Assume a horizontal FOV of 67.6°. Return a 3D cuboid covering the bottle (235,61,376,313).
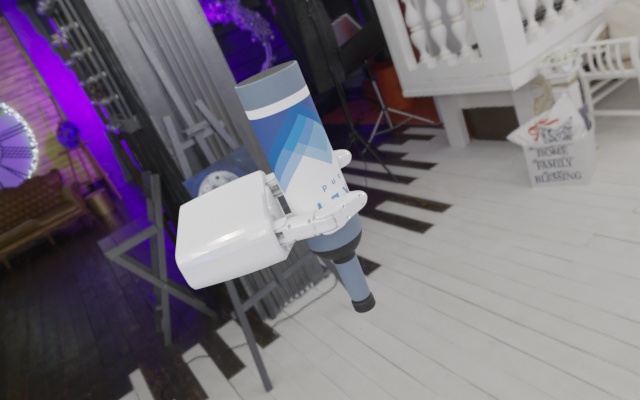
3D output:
[{"bbox_3d":[0.000,0.001,0.521,0.069,0.296,0.069,-20,22,8],"label":"bottle"}]
